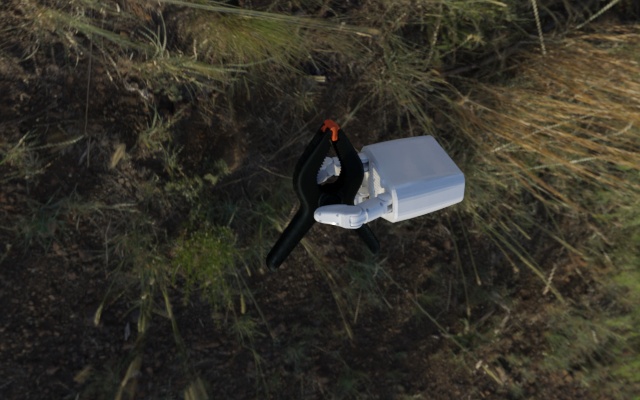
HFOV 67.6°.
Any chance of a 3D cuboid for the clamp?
[{"bbox_3d":[0.001,0.002,0.619,0.164,0.210,0.036,-13,31,-15],"label":"clamp"}]
